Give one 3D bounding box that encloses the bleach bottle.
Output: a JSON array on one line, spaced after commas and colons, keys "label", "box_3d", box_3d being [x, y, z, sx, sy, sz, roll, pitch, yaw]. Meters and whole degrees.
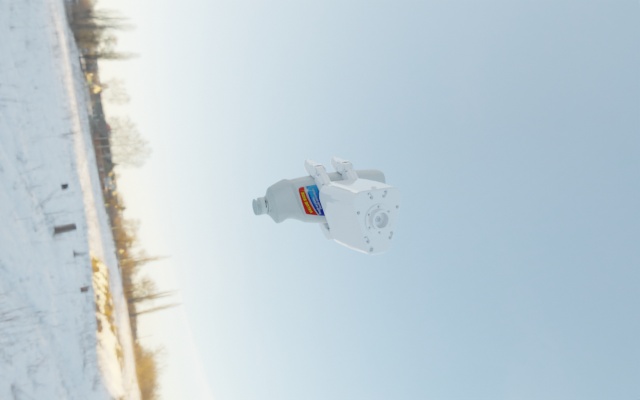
[{"label": "bleach bottle", "box_3d": [0.000, 0.003, 0.871, 0.251, 0.102, 0.068, -9, 12, -25]}]
